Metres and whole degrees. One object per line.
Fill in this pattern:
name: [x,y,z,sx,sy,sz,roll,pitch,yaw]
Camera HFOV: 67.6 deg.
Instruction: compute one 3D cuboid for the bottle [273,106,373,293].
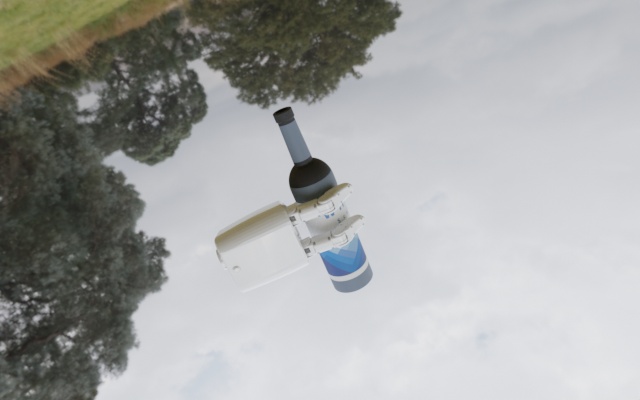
bottle: [0.000,0.002,0.705,0.069,0.296,0.069,-19,24,9]
